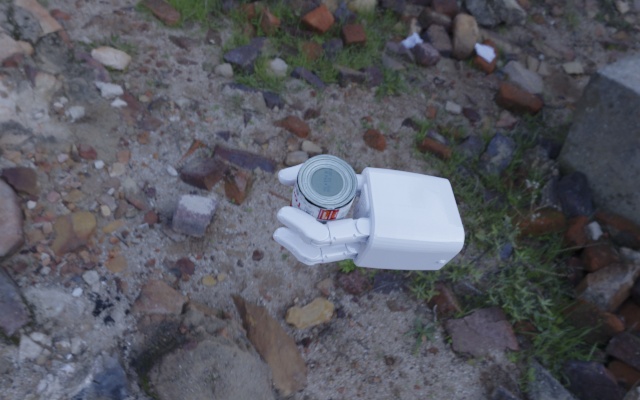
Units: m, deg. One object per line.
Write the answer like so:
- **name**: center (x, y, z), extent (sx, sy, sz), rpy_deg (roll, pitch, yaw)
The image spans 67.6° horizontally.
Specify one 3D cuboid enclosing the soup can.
- **soup can**: center (0.000, 0.002, 0.548), extent (0.068, 0.068, 0.102), rpy_deg (0, -27, -10)
